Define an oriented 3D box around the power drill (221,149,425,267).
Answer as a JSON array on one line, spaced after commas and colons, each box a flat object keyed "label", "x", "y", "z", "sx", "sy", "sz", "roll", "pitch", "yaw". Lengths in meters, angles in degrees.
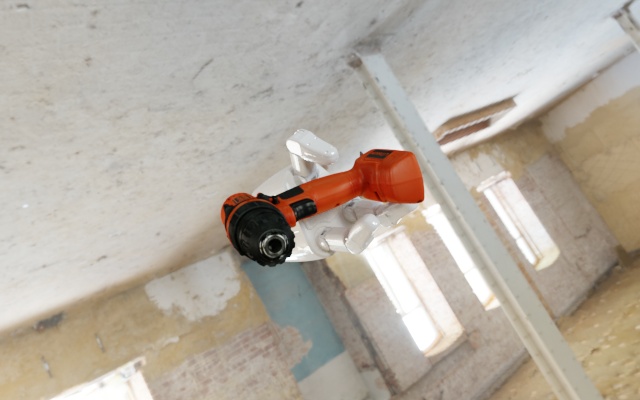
[{"label": "power drill", "x": 0.000, "y": 0.001, "z": 0.457, "sx": 0.187, "sy": 0.057, "sz": 0.184, "roll": -17, "pitch": 13, "yaw": -15}]
